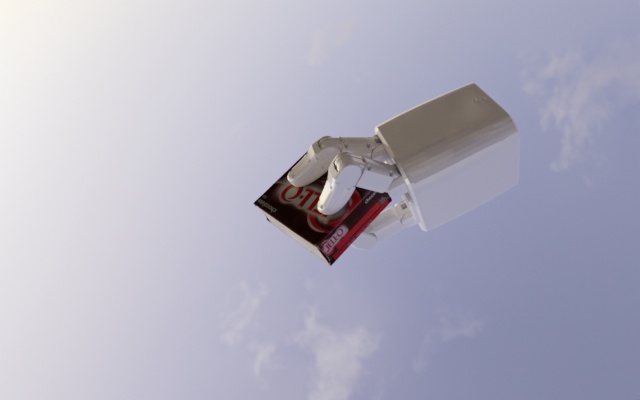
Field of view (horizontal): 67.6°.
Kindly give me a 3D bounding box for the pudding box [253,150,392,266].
[{"bbox_3d":[0.000,0.002,0.474,0.113,0.090,0.039,28,-23,48],"label":"pudding box"}]
